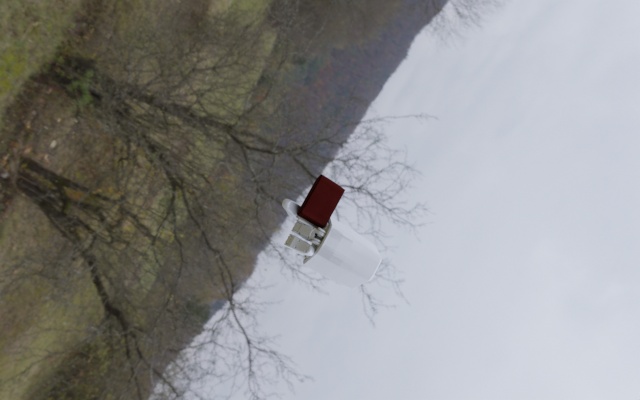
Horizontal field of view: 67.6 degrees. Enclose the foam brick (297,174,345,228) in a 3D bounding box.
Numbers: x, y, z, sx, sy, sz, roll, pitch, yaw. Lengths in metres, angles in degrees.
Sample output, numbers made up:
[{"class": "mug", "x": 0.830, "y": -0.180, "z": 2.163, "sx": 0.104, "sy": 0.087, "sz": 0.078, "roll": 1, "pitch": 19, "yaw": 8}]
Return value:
[{"class": "foam brick", "x": 0.000, "y": 0.002, "z": 0.842, "sx": 0.051, "sy": 0.078, "sz": 0.053, "roll": 30, "pitch": -10, "yaw": -5}]
